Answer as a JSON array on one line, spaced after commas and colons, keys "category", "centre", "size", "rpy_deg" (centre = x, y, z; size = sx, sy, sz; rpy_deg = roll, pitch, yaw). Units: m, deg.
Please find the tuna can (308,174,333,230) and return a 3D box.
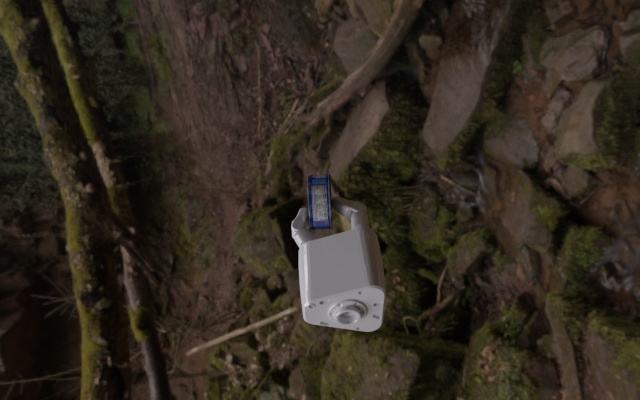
[{"category": "tuna can", "centre": [0.000, 0.002, 0.729], "size": [0.034, 0.086, 0.086], "rpy_deg": [-3, 0, 2]}]
